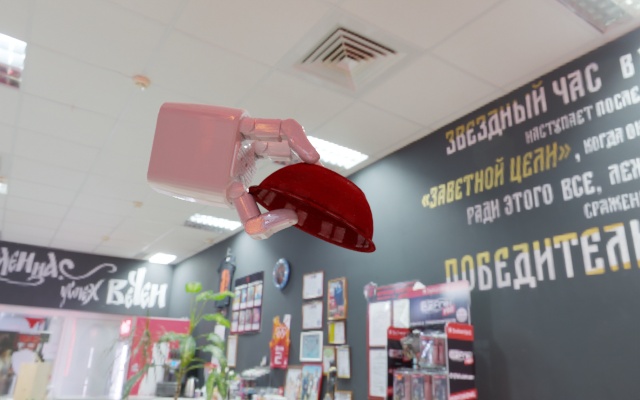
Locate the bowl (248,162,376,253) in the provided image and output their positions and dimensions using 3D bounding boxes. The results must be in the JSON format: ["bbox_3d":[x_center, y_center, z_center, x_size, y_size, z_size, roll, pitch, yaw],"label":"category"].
[{"bbox_3d":[0.001,0.002,0.555,0.162,0.055,0.162,25,-14,6],"label":"bowl"}]
